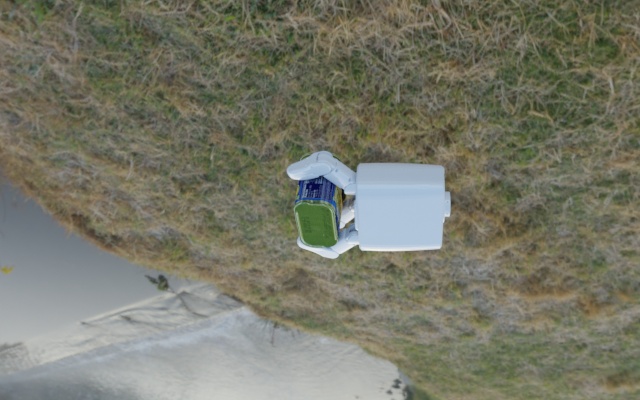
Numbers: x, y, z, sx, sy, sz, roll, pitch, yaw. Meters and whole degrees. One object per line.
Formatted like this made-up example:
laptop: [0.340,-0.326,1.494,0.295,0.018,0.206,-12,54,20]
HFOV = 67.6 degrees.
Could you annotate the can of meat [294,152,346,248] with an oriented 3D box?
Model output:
can of meat: [0.000,0.002,0.629,0.057,0.084,0.102,1,-39,9]
